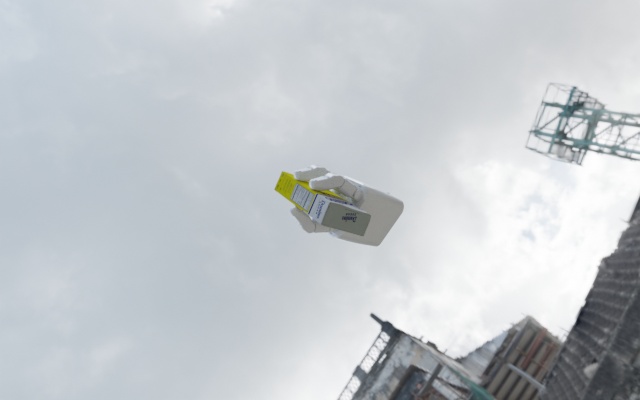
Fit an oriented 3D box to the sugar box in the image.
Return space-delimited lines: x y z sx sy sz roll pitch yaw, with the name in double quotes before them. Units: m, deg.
"sugar box" 0.000 0.002 0.823 0.093 0.048 0.176 17 7 -36
